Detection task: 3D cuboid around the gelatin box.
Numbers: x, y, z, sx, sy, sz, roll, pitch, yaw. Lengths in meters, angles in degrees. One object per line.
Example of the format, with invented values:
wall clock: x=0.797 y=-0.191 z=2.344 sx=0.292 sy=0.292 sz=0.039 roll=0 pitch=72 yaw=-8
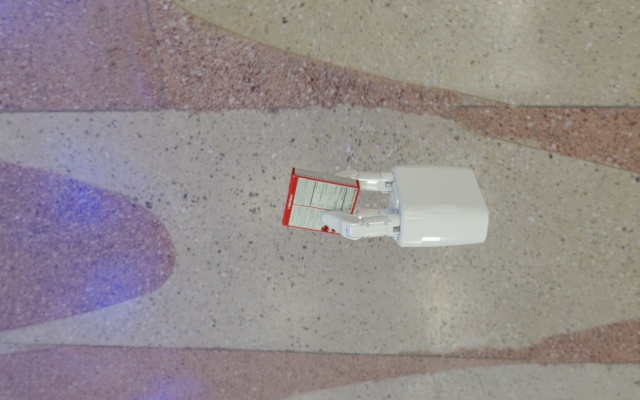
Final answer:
gelatin box: x=0.000 y=0.002 z=0.617 sx=0.089 sy=0.073 sz=0.030 roll=10 pitch=26 yaw=-8
